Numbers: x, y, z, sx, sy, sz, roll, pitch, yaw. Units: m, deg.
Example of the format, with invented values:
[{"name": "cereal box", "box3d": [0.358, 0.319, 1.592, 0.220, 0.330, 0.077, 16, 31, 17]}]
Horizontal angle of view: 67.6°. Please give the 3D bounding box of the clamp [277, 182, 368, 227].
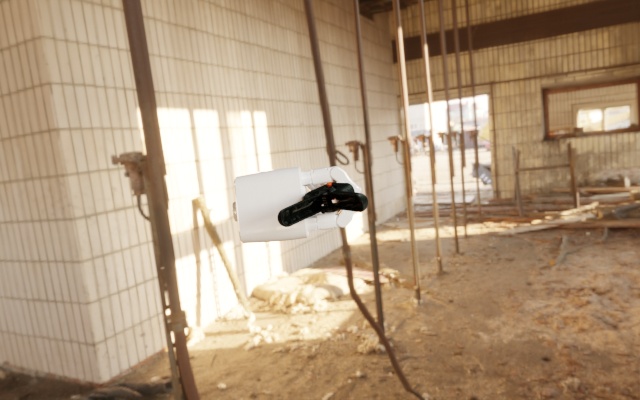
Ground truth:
[{"name": "clamp", "box3d": [0.000, 0.002, 0.688, 0.120, 0.039, 0.171, -7, 7, -1]}]
